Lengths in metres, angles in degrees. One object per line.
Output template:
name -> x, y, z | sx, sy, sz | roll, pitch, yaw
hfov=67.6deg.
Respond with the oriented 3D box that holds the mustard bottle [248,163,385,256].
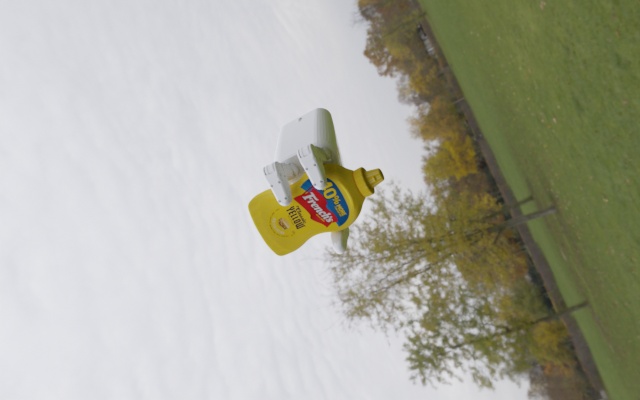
mustard bottle -> 0.000, 0.002, 0.669 | 0.191, 0.096, 0.058 | -25, 12, 19
